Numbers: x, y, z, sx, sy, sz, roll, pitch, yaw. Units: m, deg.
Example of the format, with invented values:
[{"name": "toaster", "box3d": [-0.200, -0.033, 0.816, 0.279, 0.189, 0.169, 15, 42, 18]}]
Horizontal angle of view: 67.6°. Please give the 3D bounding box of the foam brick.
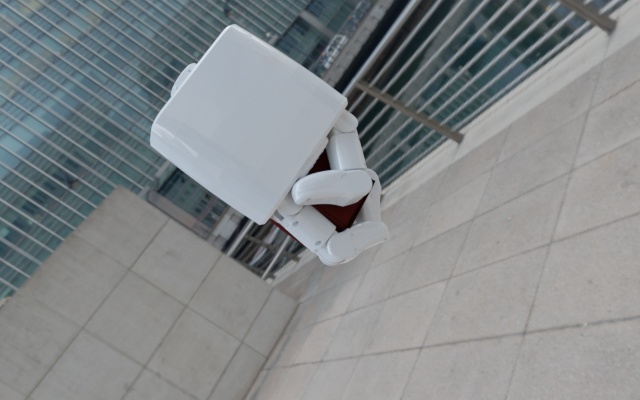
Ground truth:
[{"name": "foam brick", "box3d": [0.000, 0.002, 0.405, 0.051, 0.053, 0.078, 34, -30, -6]}]
